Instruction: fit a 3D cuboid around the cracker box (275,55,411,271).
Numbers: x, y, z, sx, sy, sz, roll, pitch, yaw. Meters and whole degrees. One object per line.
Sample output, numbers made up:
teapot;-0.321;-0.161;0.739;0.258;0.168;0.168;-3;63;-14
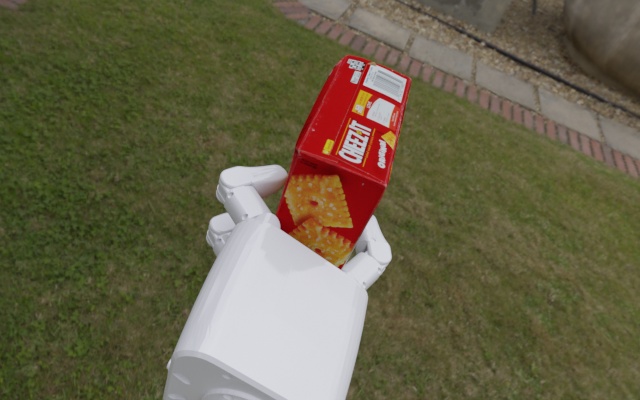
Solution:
cracker box;0.000;0.001;0.429;0.072;0.214;0.164;23;42;-2
